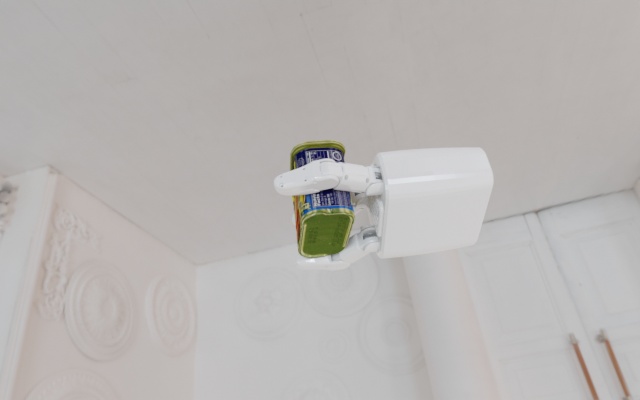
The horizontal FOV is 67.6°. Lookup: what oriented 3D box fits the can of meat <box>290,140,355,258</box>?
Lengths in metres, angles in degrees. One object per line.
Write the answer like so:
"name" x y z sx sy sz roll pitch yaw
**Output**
"can of meat" 0.000 0.002 0.498 0.057 0.084 0.102 -4 -31 -8
